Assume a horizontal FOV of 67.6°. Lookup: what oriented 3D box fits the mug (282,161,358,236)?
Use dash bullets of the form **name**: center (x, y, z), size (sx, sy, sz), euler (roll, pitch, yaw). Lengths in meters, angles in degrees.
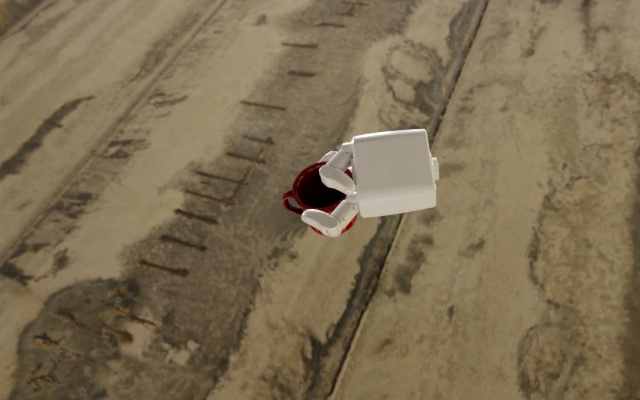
- **mug**: center (-0.001, 0.003, 0.730), size (0.117, 0.093, 0.082), euler (-6, -37, 11)
